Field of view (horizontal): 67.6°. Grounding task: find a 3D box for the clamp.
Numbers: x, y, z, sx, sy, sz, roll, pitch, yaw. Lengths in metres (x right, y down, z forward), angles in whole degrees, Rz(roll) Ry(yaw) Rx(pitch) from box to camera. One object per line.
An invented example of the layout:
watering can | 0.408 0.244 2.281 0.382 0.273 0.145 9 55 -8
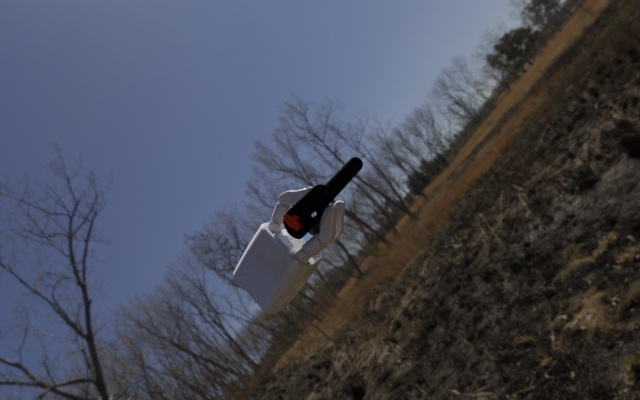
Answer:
clamp | -0.001 0.002 0.756 0.036 0.164 0.210 35 14 11
